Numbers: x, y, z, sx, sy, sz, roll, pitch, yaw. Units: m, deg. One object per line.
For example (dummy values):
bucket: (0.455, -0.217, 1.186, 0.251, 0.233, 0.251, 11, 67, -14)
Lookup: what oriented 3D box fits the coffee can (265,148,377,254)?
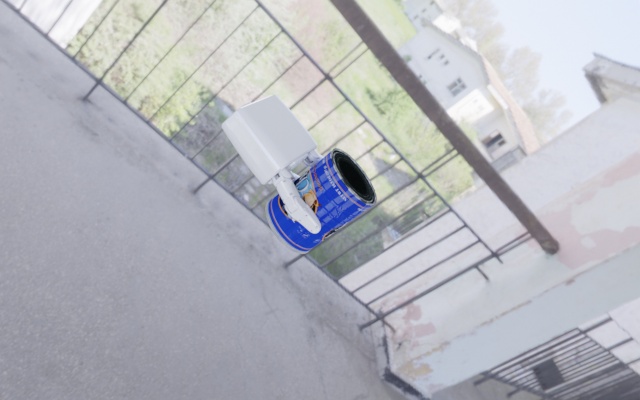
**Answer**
coffee can: (0.000, 0.003, 0.731, 0.140, 0.102, 0.103, -37, -17, 23)
